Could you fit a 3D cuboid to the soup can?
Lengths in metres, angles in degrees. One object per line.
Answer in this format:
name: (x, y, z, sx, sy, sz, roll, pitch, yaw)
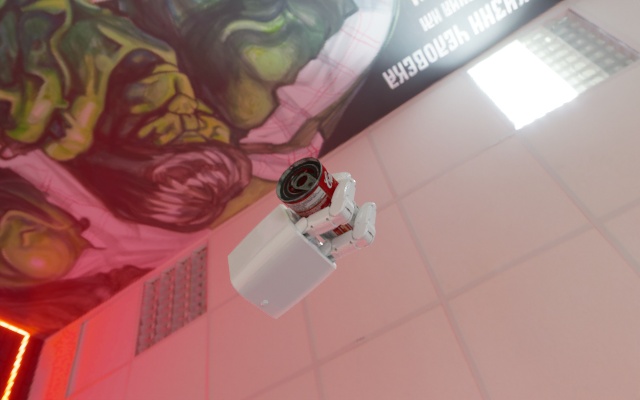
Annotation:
soup can: (0.001, 0.002, 0.614, 0.068, 0.068, 0.102, 0, -35, 41)
